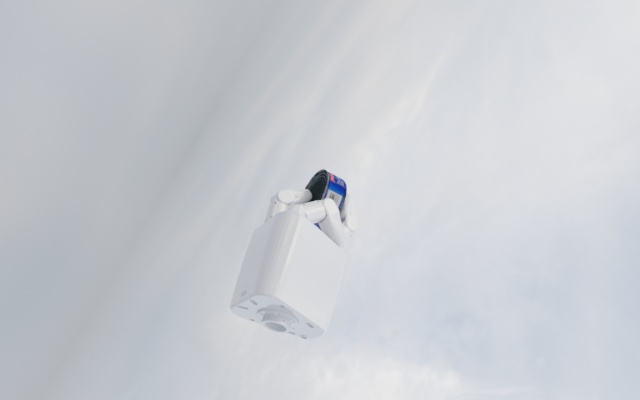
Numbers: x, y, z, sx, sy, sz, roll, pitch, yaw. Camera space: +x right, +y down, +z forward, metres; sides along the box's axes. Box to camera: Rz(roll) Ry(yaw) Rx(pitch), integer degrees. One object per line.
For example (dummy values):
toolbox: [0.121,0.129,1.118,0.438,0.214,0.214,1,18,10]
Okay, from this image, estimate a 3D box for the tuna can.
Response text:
tuna can: [0.001,0.002,0.660,0.034,0.086,0.086,26,-10,-20]
